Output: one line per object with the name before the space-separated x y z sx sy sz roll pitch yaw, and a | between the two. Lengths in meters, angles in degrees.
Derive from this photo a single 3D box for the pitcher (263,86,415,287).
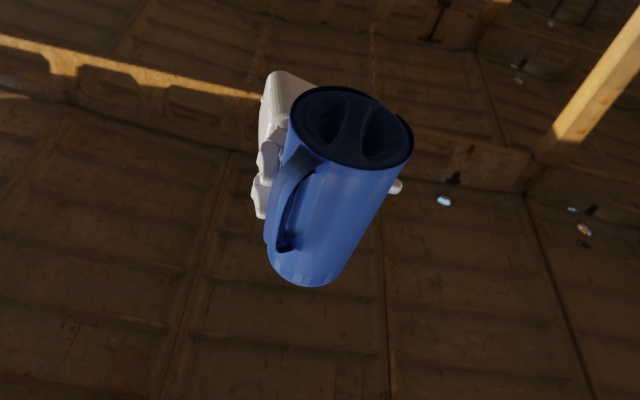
pitcher | 0.000 0.002 0.565 0.149 0.145 0.243 4 -43 -15
